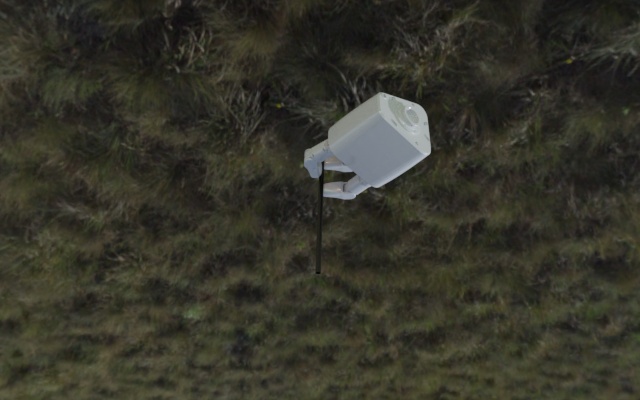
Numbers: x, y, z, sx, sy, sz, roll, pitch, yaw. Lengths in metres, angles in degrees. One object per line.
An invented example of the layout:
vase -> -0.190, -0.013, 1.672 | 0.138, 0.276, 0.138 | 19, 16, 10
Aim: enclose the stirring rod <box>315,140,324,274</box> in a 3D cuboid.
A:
stirring rod -> 0.000, 0.002, 0.754 | 0.011, 0.239, 0.011 | 1, -31, 1
